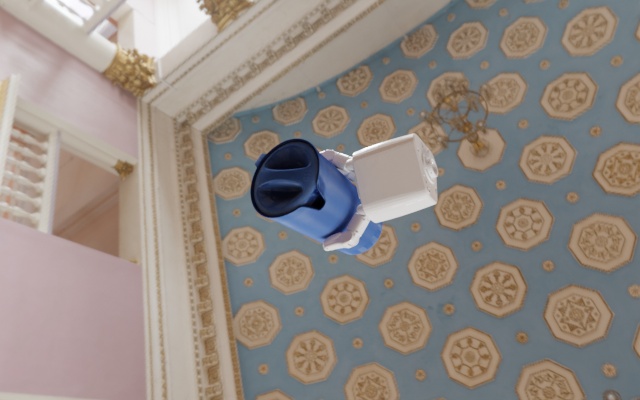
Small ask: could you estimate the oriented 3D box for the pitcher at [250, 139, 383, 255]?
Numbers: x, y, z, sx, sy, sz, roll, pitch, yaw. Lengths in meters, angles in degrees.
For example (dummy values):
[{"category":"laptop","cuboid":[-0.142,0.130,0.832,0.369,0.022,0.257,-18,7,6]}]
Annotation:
[{"category":"pitcher","cuboid":[0.000,0.003,0.816,0.145,0.149,0.243,-19,-32,28]}]
